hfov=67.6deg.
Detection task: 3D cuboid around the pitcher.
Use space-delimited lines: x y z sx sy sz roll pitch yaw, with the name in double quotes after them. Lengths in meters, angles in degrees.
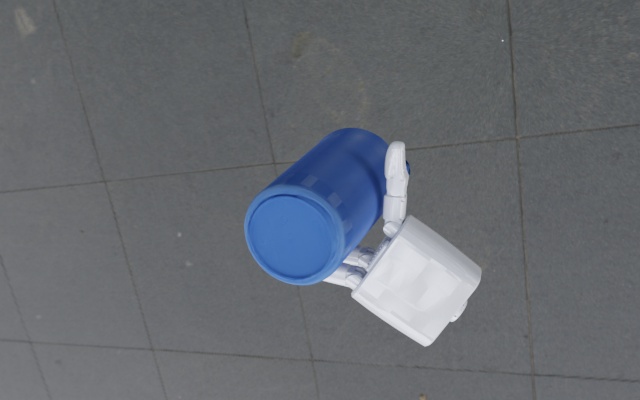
0.000 0.002 0.571 0.145 0.149 0.242 35 26 6 "pitcher"
